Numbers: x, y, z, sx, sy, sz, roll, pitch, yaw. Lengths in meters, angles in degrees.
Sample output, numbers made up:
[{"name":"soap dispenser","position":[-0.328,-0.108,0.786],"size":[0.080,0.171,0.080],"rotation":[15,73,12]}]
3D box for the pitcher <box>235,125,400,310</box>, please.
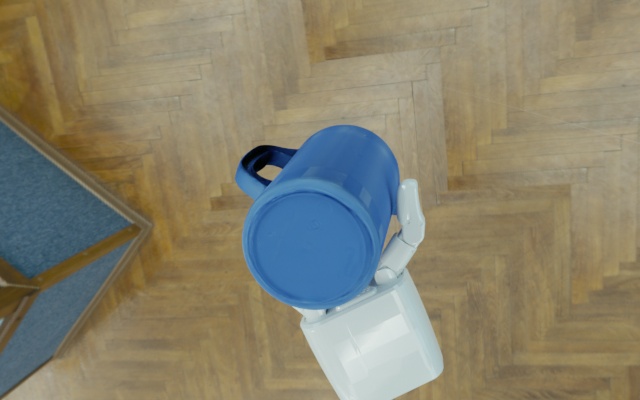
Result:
[{"name":"pitcher","position":[0.000,0.002,0.469],"size":[0.149,0.145,0.242],"rotation":[-21,10,15]}]
